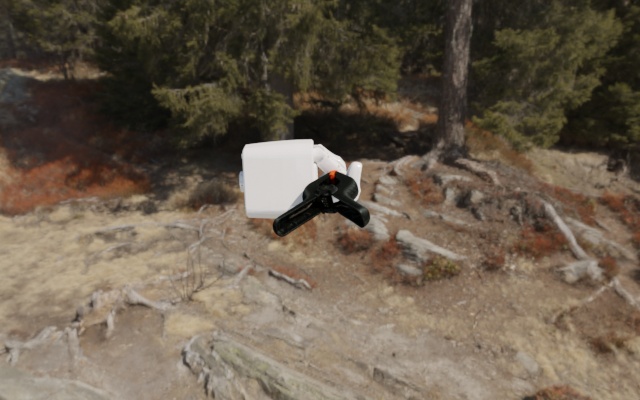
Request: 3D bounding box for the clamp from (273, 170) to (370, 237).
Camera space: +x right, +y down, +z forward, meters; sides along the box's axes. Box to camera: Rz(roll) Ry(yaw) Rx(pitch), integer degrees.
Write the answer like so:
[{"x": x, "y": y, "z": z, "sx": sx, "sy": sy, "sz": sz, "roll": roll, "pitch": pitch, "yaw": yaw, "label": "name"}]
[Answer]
[{"x": 0.000, "y": 0.001, "z": 0.641, "sx": 0.120, "sy": 0.039, "sz": 0.171, "roll": -5, "pitch": 19, "yaw": 2, "label": "clamp"}]
